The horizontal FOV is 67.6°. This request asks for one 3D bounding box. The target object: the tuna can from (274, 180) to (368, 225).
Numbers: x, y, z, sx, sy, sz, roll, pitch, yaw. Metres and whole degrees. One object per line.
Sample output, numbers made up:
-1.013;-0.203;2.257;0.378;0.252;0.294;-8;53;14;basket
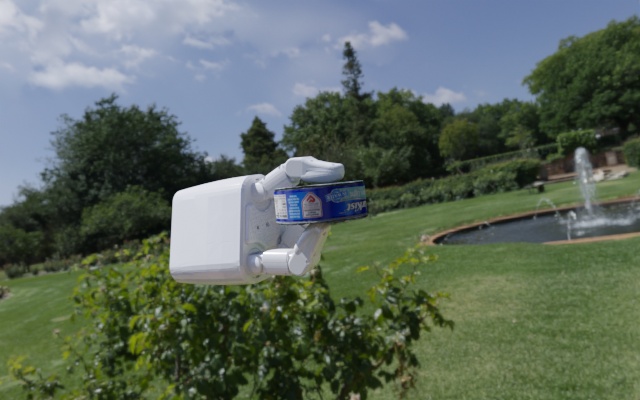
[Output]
0.000;0.001;0.443;0.086;0.034;0.086;-5;2;0;tuna can
